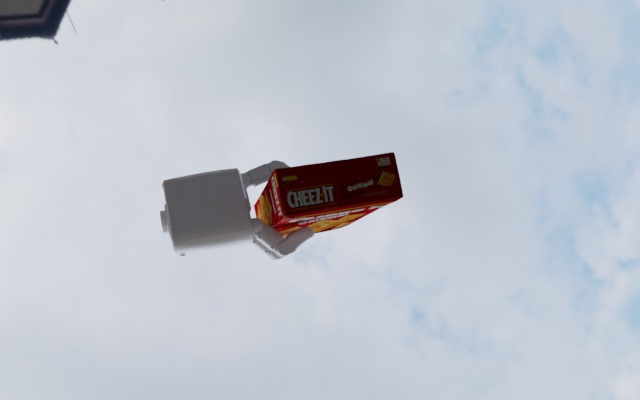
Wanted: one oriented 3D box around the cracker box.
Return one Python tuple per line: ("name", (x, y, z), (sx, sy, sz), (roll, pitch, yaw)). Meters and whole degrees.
("cracker box", (0.000, 0.002, 0.695), (0.164, 0.072, 0.214), (-10, -9, -17))
